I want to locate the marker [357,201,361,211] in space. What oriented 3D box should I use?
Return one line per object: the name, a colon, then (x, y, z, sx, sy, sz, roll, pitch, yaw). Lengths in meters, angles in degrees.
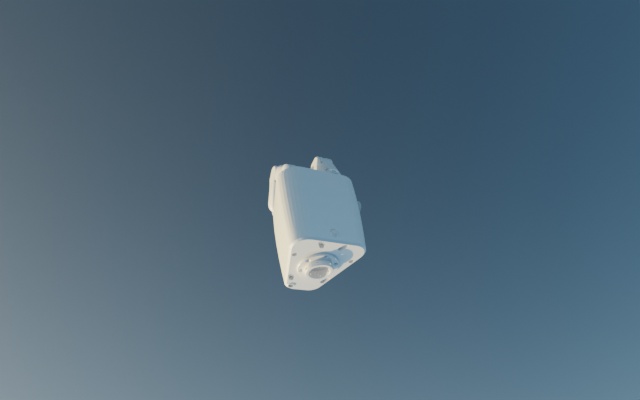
marker: (0.000, 0.002, 0.670, 0.121, 0.020, 0.020, 9, -4, -23)
